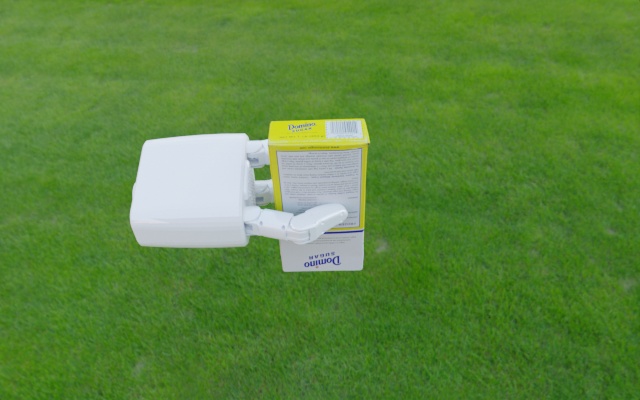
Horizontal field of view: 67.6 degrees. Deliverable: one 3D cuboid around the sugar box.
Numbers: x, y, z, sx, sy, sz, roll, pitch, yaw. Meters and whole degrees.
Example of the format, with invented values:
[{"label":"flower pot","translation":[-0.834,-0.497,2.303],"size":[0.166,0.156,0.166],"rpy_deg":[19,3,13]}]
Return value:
[{"label":"sugar box","translation":[0.000,0.001,0.497],"size":[0.093,0.176,0.048],"rpy_deg":[-1,44,0]}]
